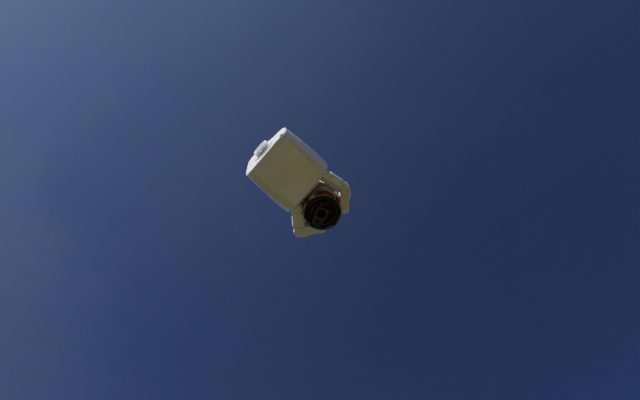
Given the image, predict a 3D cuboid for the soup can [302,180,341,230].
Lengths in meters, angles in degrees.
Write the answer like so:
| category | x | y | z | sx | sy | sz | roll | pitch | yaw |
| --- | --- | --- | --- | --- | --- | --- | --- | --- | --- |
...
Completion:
| category | x | y | z | sx | sy | sz | roll | pitch | yaw |
| --- | --- | --- | --- | --- | --- | --- | --- | --- | --- |
| soup can | 0.001 | 0.003 | 0.897 | 0.068 | 0.068 | 0.102 | 0 | 23 | -4 |
